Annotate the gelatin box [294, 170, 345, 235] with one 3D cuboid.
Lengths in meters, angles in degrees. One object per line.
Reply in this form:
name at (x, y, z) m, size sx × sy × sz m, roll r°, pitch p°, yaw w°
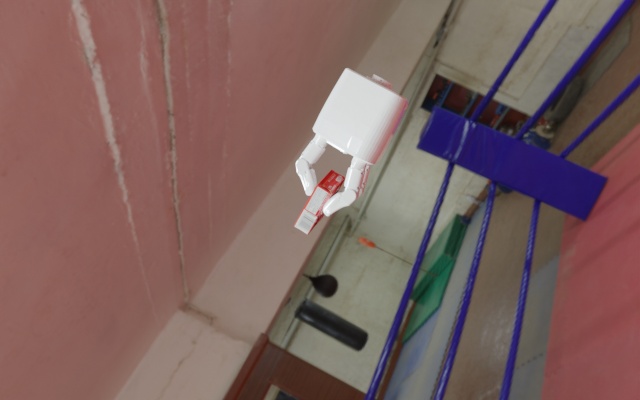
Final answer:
gelatin box at (0.000, 0.003, 0.764) m, size 0.030 × 0.089 × 0.073 m, roll 33°, pitch 28°, yaw 5°
